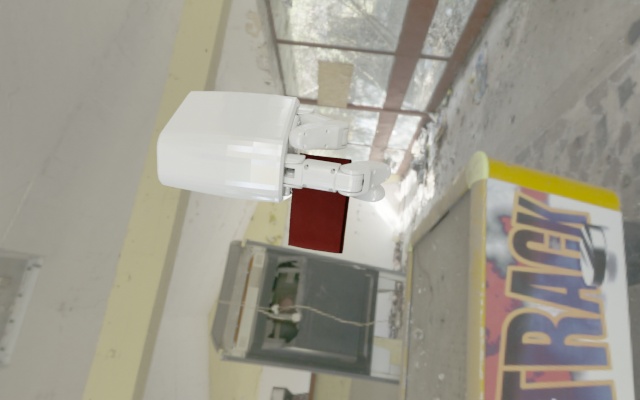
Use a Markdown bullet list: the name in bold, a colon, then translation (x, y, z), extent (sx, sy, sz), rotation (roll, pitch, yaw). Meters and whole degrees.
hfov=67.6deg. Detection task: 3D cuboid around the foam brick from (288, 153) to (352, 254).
- **foam brick**: translation (0.000, 0.002, 0.446), extent (0.051, 0.078, 0.053), rotation (6, 21, 1)
